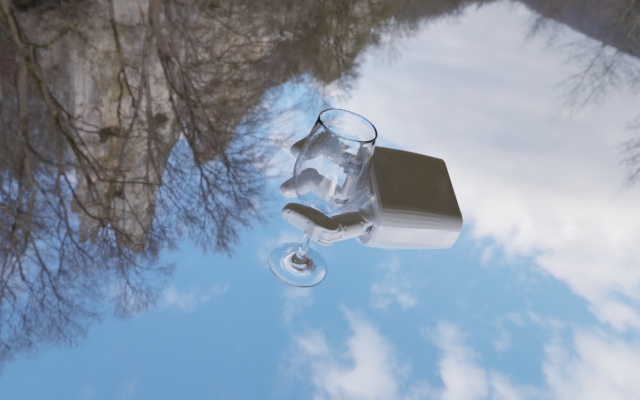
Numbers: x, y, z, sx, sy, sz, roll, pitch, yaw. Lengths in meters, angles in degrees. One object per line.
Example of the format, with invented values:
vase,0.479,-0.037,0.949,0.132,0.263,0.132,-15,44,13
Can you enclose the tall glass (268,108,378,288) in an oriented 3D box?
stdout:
tall glass,0.000,0.002,0.525,0.079,0.201,0.079,13,36,-9
